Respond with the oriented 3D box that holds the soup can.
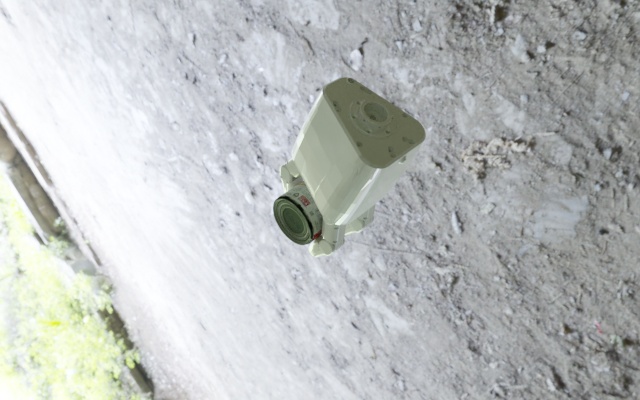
[{"bbox_3d":[0.000,0.002,0.591,0.102,0.068,0.068,-35,21,-34],"label":"soup can"}]
